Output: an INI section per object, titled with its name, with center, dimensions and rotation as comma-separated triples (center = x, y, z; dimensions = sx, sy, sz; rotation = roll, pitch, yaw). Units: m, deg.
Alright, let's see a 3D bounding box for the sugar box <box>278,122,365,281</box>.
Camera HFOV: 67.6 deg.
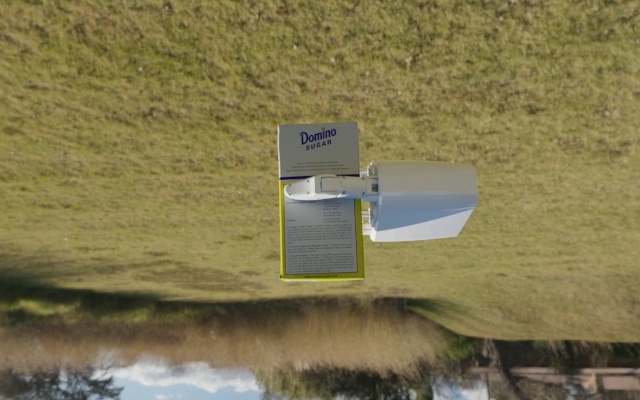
[sugar box]
center = 0.000, 0.002, 0.542
dimensions = 0.093, 0.176, 0.048
rotation = -1, -12, 2
